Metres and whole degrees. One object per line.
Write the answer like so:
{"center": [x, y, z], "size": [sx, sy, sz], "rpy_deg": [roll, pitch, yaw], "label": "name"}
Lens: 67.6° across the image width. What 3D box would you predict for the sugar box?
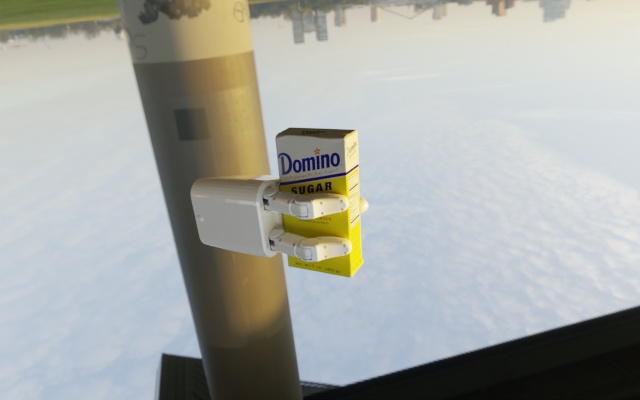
{"center": [0.000, 0.002, 0.582], "size": [0.093, 0.176, 0.048], "rpy_deg": [5, 25, 25], "label": "sugar box"}
